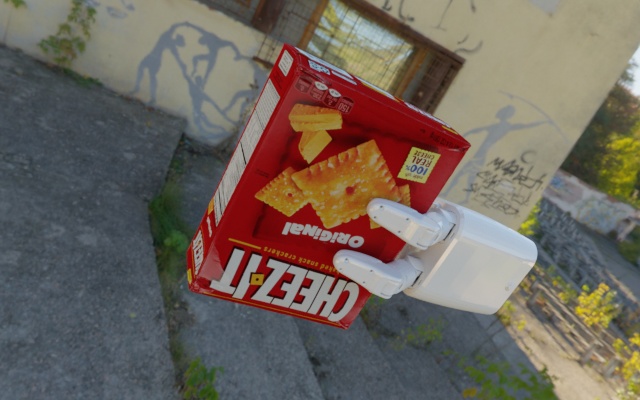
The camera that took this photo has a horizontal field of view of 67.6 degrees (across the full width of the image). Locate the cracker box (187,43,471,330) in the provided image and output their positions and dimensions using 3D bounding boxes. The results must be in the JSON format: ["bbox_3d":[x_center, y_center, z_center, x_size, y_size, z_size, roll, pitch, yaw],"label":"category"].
[{"bbox_3d":[0.000,0.001,0.417,0.164,0.214,0.072,20,22,-24],"label":"cracker box"}]
